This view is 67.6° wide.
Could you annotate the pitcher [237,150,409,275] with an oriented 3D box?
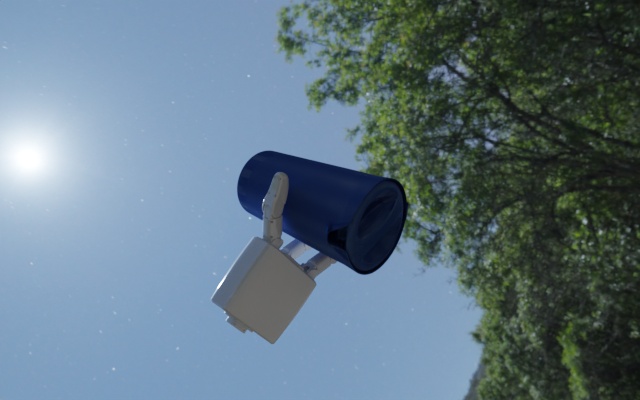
[{"bbox_3d":[0.000,0.002,0.703,0.242,0.145,0.149,21,-19,38],"label":"pitcher"}]
